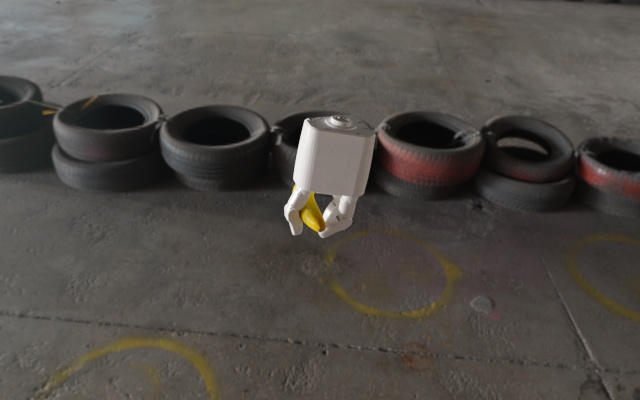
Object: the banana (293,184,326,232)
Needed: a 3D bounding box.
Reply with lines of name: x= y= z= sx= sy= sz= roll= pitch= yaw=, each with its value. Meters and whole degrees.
banana: x=-0.018 y=-0.004 z=0.856 sx=0.069 sy=0.037 sz=0.197 roll=16 pitch=23 yaw=-3
